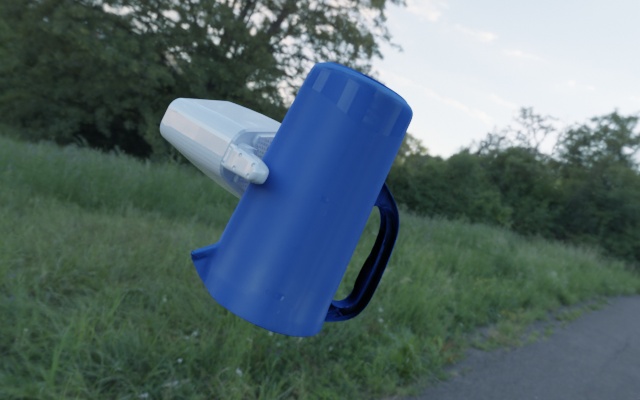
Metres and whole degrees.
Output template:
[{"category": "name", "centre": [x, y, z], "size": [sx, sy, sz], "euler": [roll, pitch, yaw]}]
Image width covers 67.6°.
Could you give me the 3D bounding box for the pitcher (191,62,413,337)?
[{"category": "pitcher", "centre": [0.000, 0.001, 0.471], "size": [0.145, 0.243, 0.149], "euler": [30, 7, 27]}]
